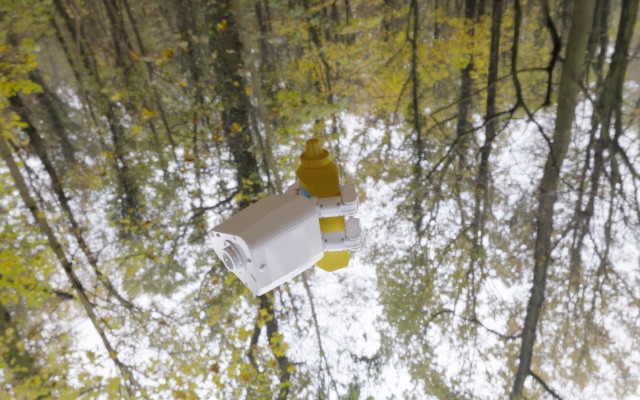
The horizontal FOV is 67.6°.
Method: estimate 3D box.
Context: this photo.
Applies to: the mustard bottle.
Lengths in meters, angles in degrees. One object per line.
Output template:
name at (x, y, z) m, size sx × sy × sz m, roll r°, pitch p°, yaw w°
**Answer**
mustard bottle at (0.000, 0.002, 0.686) m, size 0.058 × 0.192 × 0.096 m, roll -15°, pitch 30°, yaw -12°
